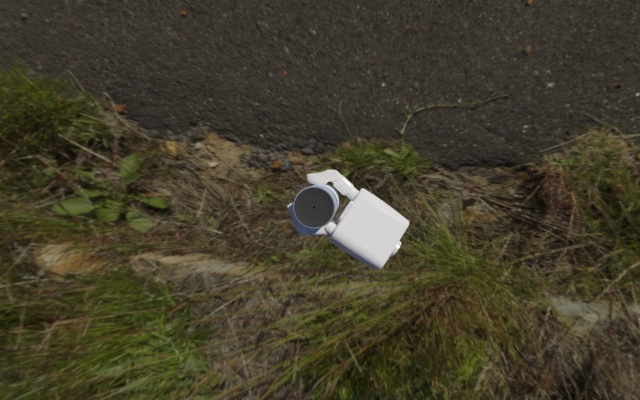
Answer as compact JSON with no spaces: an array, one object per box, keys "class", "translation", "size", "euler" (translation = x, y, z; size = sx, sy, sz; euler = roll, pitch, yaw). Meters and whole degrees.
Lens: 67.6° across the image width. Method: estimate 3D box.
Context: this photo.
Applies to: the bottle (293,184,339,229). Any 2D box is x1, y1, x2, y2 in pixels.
[{"class":"bottle","translation":[0.000,0.003,0.877],"size":[0.069,0.069,0.295],"euler":[0,3,4]}]
